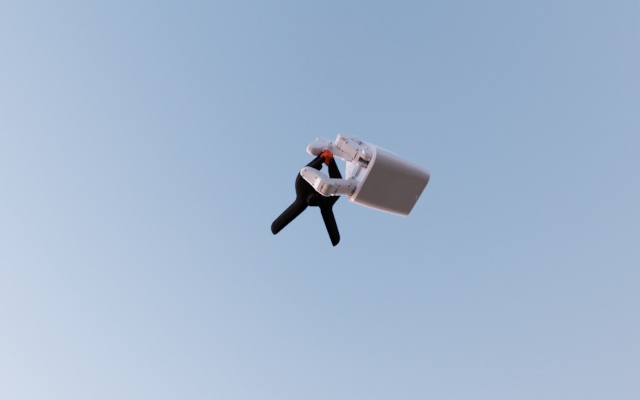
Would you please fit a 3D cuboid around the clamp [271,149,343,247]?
[{"bbox_3d":[0.000,0.002,0.791,0.120,0.171,0.039,17,27,-18],"label":"clamp"}]
